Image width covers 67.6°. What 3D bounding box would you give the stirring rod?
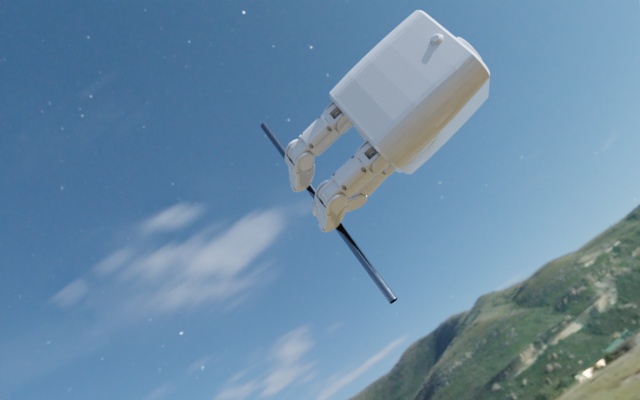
[{"bbox_3d":[0.000,0.002,0.466,0.011,0.239,0.011,-26,-31,-17],"label":"stirring rod"}]
